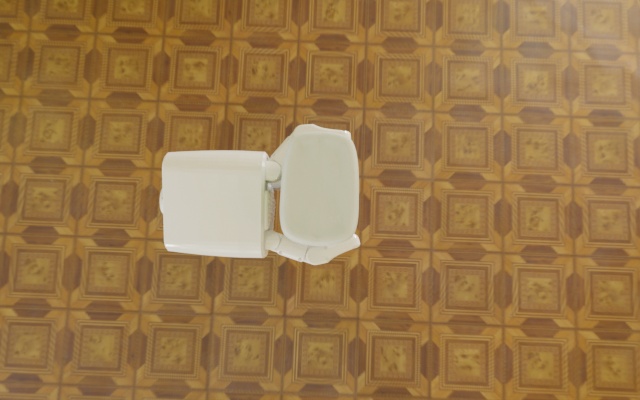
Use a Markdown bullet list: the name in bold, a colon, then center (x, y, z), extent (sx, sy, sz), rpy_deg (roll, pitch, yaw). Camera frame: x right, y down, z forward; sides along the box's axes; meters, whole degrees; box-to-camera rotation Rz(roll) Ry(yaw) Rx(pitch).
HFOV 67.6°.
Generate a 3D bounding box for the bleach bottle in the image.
- **bleach bottle**: center (0.000, 0.002, 0.526), extent (0.068, 0.102, 0.251), rpy_deg (2, -7, 0)
